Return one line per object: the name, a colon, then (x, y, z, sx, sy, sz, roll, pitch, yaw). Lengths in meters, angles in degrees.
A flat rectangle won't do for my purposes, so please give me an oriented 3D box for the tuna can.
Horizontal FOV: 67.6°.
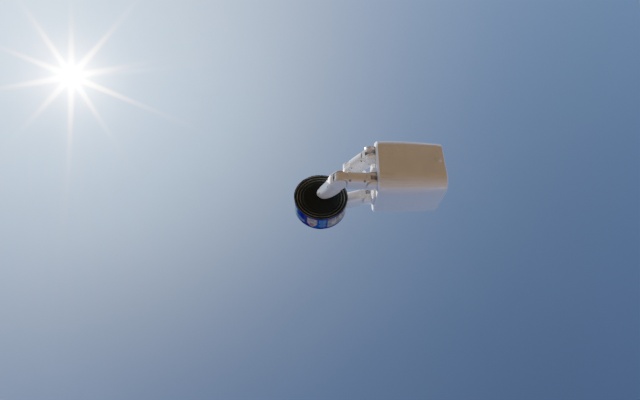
tuna can: (0.000, 0.003, 0.767, 0.086, 0.086, 0.034, 0, -35, -3)
